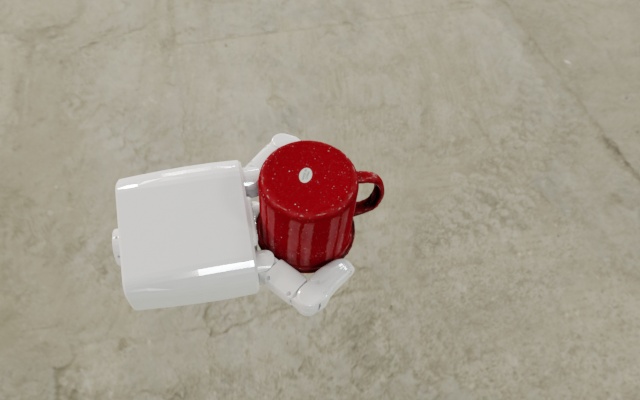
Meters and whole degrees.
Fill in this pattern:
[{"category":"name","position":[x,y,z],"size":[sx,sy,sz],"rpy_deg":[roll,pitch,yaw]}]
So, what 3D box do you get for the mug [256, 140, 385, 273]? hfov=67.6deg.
[{"category":"mug","position":[0.002,0.001,0.413],"size":[0.117,0.093,0.082],"rpy_deg":[-9,-33,-11]}]
